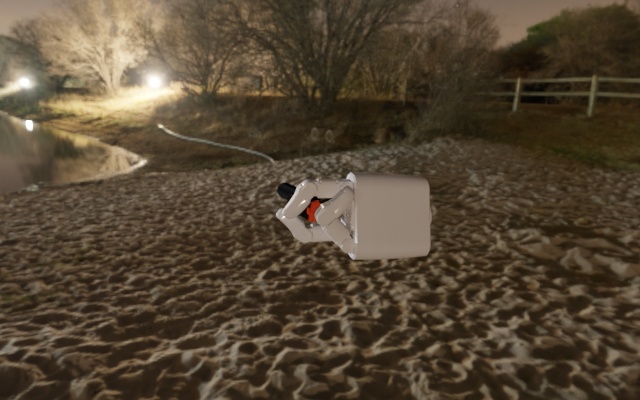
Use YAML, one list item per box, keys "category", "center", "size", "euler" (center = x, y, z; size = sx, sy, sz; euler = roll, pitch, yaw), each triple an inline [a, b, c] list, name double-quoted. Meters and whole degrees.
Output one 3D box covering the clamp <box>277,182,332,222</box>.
- category: "clamp"
  center: [0.000, 0.002, 0.722]
  size: [0.120, 0.039, 0.171]
  euler: [1, 13, -10]
